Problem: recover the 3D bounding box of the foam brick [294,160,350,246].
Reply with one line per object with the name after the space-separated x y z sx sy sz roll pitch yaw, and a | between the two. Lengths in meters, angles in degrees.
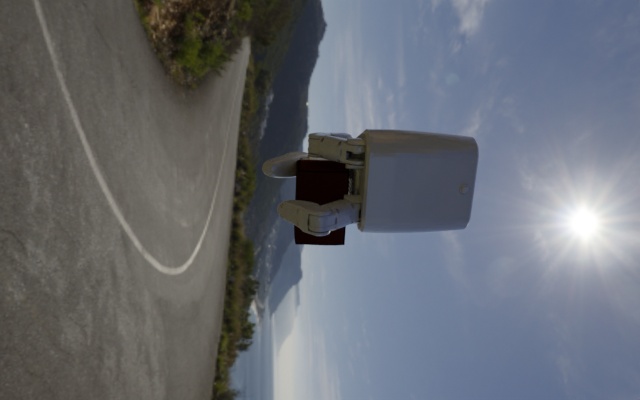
0.000 0.002 0.486 0.051 0.078 0.053 2 17 -4 | foam brick
